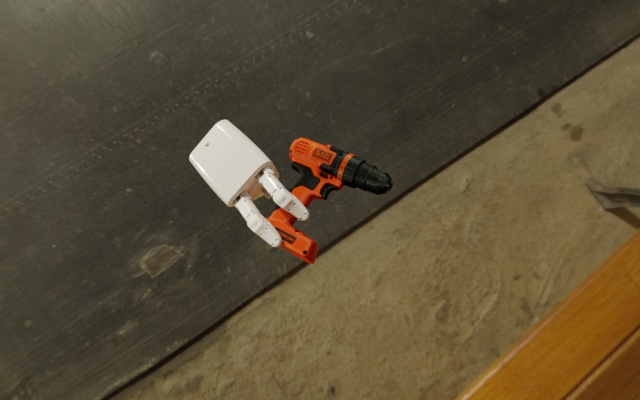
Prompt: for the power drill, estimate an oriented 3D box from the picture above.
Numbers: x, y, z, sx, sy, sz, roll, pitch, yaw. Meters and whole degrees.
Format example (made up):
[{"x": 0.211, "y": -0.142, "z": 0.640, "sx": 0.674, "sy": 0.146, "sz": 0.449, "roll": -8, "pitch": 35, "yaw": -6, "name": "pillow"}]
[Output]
[{"x": 0.000, "y": 0.003, "z": 0.765, "sx": 0.184, "sy": 0.187, "sz": 0.057, "roll": 24, "pitch": -15, "yaw": 24, "name": "power drill"}]
